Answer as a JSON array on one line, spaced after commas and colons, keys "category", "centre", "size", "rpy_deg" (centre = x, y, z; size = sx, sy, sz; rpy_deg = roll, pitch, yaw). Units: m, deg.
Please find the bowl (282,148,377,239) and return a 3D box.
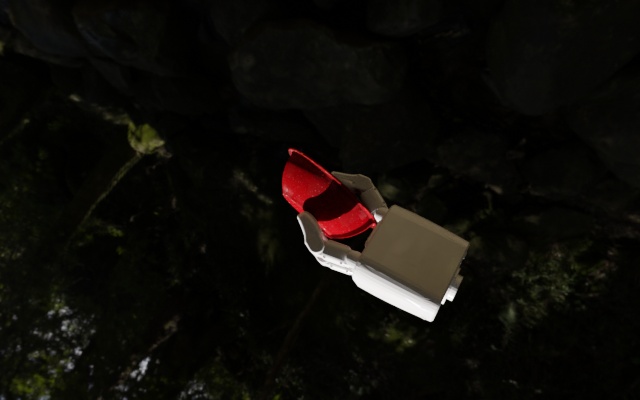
[{"category": "bowl", "centre": [-0.001, 0.002, 0.656], "size": [0.162, 0.055, 0.162], "rpy_deg": [41, -6, 6]}]
